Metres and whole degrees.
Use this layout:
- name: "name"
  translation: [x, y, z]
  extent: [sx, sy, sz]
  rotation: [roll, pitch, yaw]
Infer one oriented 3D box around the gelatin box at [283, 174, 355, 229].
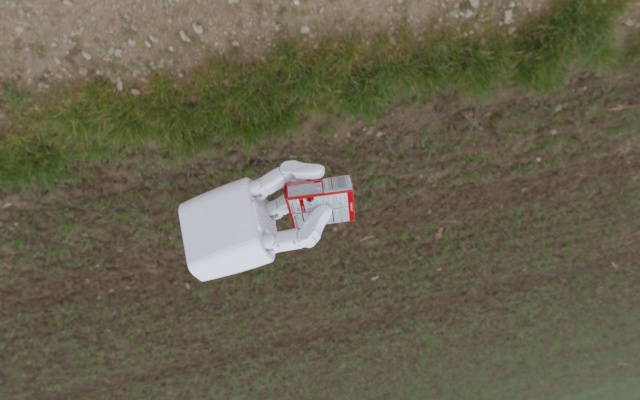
- name: "gelatin box"
  translation: [0.000, 0.002, 0.638]
  extent: [0.089, 0.030, 0.073]
  rotation: [-7, -36, 2]
